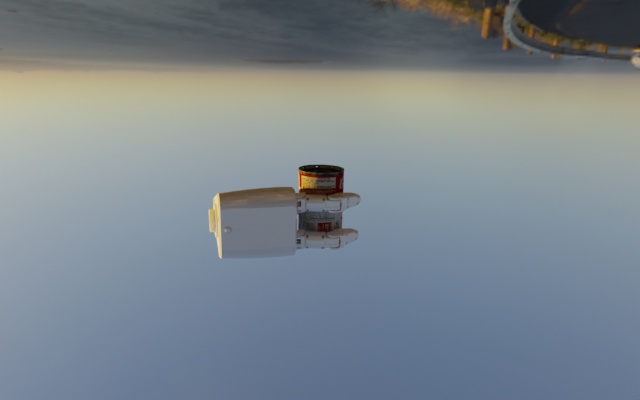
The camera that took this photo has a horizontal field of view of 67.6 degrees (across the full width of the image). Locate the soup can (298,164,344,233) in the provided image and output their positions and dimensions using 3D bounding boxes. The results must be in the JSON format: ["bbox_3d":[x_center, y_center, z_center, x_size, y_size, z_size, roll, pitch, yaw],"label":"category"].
[{"bbox_3d":[0.001,0.003,0.710,0.068,0.102,0.068,1,14,0],"label":"soup can"}]
